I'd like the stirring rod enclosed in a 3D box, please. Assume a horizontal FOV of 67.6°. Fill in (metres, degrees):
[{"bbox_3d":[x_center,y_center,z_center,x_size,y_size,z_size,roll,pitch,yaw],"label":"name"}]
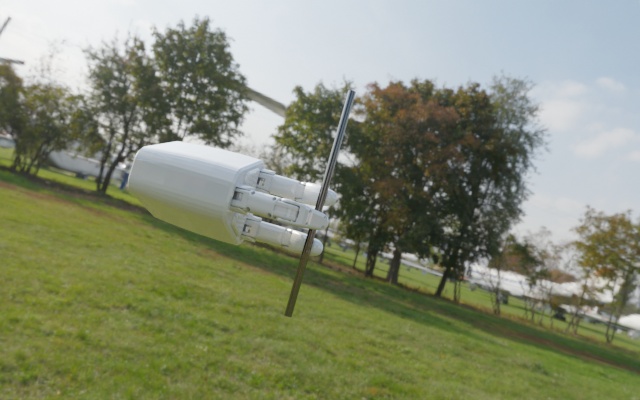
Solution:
[{"bbox_3d":[0.000,0.002,0.491,0.011,0.239,0.011,16,-4,1],"label":"stirring rod"}]
